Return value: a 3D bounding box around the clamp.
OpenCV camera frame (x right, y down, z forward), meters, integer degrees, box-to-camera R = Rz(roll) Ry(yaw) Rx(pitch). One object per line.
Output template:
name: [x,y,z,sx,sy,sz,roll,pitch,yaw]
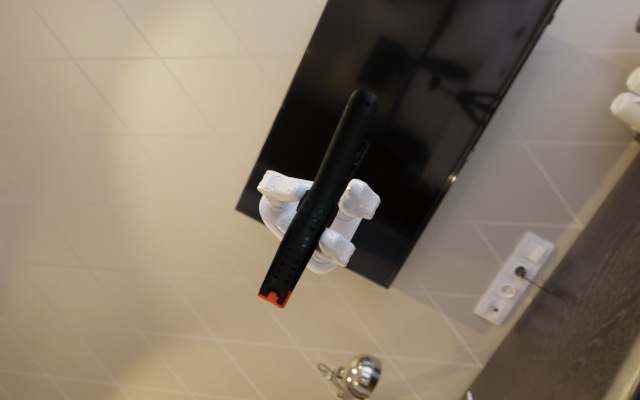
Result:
clamp: [-0.001,0.002,0.455,0.036,0.210,0.164,27,-12,7]
